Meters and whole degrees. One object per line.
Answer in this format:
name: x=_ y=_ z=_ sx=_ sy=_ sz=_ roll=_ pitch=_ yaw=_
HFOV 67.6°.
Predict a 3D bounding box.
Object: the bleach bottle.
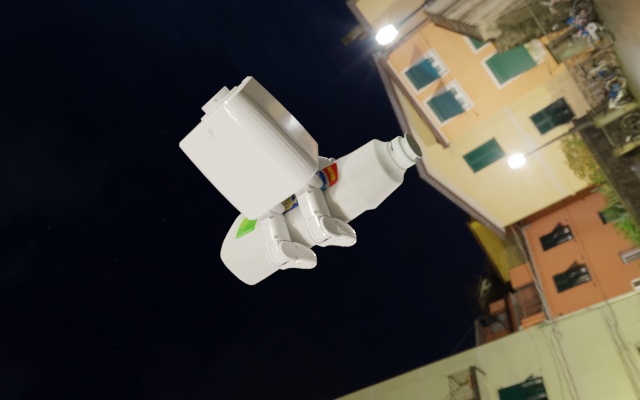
bleach bottle: x=0.000 y=0.002 z=0.526 sx=0.251 sy=0.068 sz=0.102 roll=-33 pitch=20 yaw=29
